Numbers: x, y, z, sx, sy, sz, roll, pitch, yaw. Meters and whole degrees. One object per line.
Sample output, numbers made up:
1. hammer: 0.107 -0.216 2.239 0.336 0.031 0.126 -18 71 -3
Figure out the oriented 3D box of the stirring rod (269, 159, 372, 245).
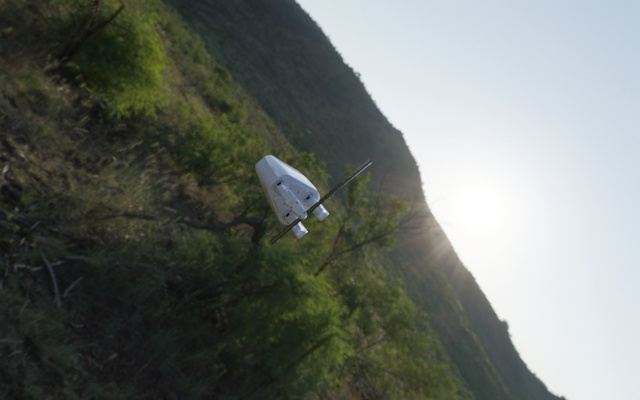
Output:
1. stirring rod: 0.000 0.003 0.887 0.239 0.011 0.011 -40 0 0
